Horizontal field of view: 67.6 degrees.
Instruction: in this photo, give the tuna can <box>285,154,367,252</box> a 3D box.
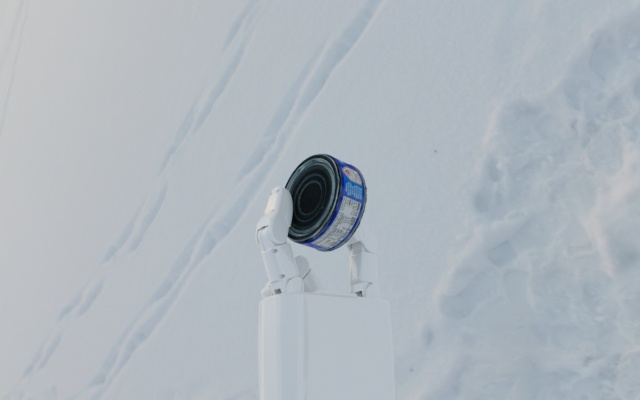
[{"bbox_3d":[0.000,0.001,0.435,0.034,0.086,0.086,21,-13,-37],"label":"tuna can"}]
